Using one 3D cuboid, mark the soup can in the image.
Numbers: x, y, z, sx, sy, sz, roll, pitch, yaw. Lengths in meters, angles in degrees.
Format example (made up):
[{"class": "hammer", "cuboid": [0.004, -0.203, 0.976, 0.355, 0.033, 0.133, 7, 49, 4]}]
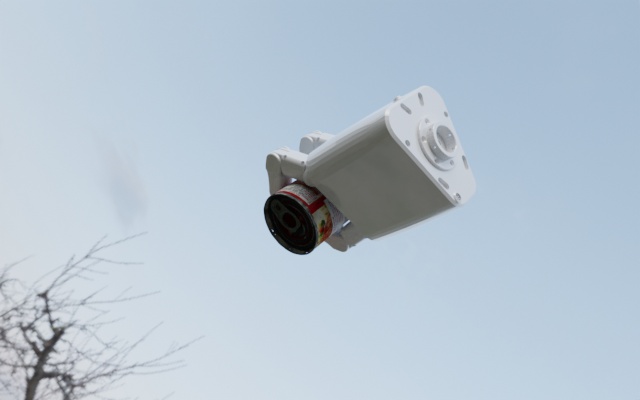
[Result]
[{"class": "soup can", "cuboid": [0.000, 0.002, 0.496, 0.068, 0.068, 0.102, 0, 26, 42]}]
